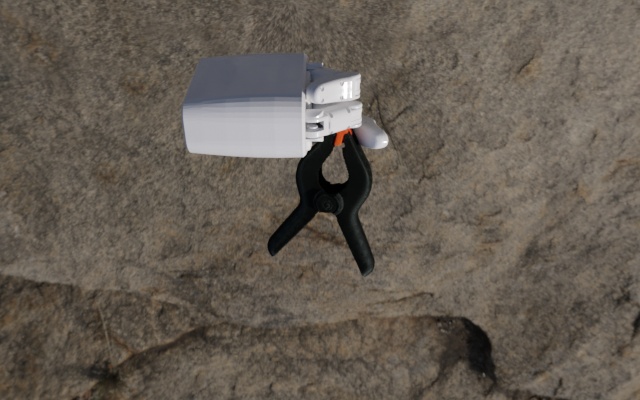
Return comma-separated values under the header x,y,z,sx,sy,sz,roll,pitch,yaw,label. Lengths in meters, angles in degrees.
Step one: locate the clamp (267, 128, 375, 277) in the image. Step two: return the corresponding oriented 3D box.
x,y,z,sx,sy,sz,roll,pitch,yaw,label
0.000,0.002,0.503,0.120,0.171,0.039,1,23,3,clamp
